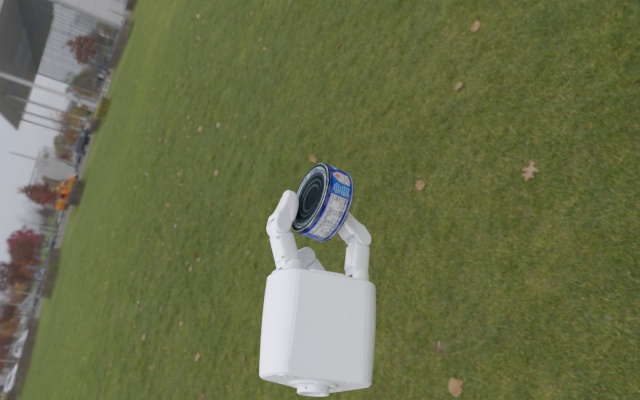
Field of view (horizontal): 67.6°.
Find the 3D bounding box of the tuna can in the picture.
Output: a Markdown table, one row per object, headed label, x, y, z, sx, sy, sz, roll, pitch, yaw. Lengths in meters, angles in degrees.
| label | x | y | z | sx | sy | sz | roll | pitch | yaw |
| --- | --- | --- | --- | --- | --- | --- | --- | --- | --- |
| tuna can | 0.000 | 0.002 | 0.540 | 0.034 | 0.086 | 0.086 | 22 | -10 | -24 |
